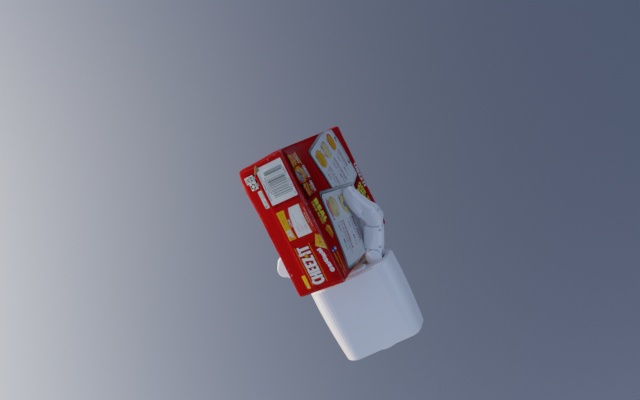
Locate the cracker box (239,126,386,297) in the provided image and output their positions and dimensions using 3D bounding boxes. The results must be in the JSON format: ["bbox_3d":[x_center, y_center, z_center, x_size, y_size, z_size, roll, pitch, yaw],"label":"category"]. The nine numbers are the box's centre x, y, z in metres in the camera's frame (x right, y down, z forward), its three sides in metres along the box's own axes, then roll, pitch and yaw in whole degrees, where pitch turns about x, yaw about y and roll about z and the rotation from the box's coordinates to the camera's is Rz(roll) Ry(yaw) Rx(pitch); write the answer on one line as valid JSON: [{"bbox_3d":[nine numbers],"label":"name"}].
[{"bbox_3d":[0.000,0.002,0.623,0.072,0.164,0.213,-24,6,24],"label":"cracker box"}]
